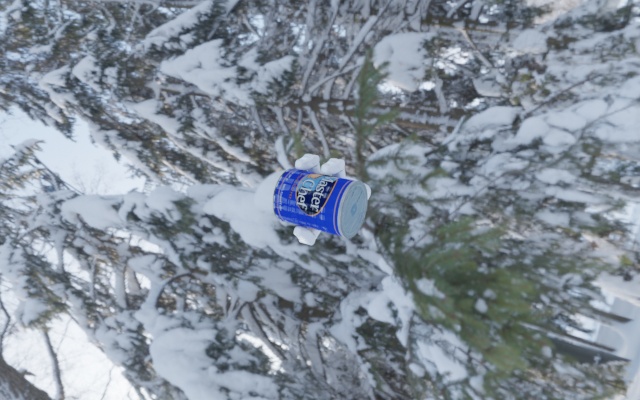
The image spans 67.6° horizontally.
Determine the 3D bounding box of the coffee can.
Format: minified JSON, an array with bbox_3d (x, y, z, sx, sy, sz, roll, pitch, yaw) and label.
[{"bbox_3d":[0.000,0.003,0.861,0.140,0.103,0.103,13,6,28],"label":"coffee can"}]
